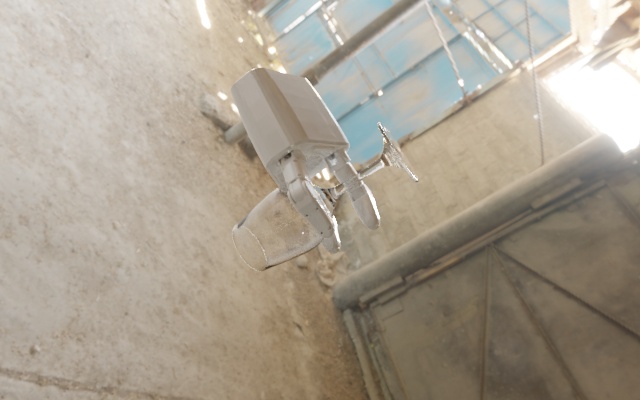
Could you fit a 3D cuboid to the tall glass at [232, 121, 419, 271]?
[{"bbox_3d":[0.001,0.001,0.516,0.201,0.079,0.079,-33,-10,16],"label":"tall glass"}]
